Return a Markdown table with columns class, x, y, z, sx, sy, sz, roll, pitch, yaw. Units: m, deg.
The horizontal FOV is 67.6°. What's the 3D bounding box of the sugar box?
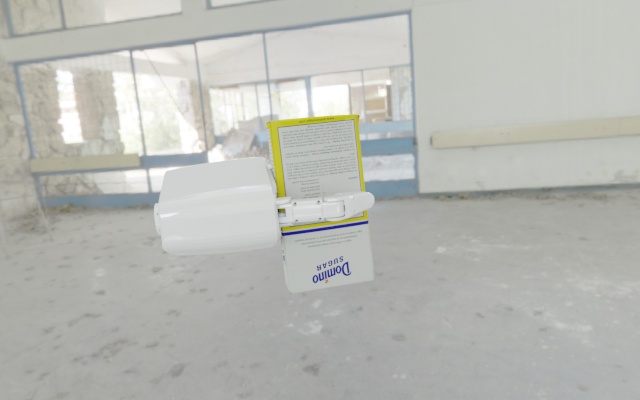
| class | x | y | z | sx | sy | sz | roll | pitch | yaw |
| --- | --- | --- | --- | --- | --- | --- | --- | --- | --- |
| sugar box | 0.000 | 0.001 | 0.499 | 0.093 | 0.176 | 0.048 | -7 | 10 | -10 |
